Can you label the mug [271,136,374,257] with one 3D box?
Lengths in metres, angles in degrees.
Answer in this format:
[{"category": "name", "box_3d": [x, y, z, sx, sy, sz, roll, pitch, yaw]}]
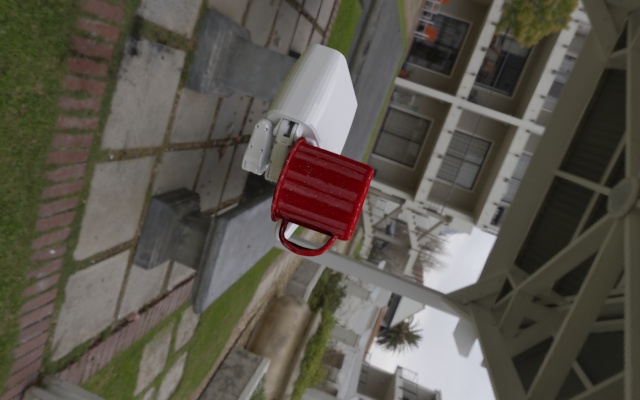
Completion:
[{"category": "mug", "box_3d": [0.000, 0.003, 0.483, 0.081, 0.117, 0.093, 20, -23, 7]}]
